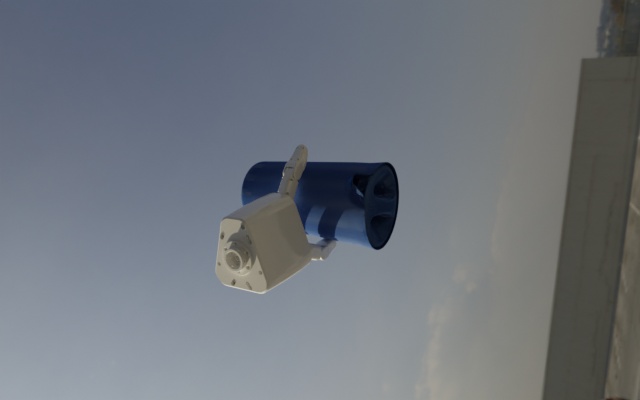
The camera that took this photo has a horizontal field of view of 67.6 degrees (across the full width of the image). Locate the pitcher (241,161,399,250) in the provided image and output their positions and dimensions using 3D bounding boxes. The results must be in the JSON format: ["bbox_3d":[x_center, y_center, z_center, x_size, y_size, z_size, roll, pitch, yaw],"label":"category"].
[{"bbox_3d":[0.000,0.003,0.781,0.243,0.149,0.145,7,23,29],"label":"pitcher"}]
